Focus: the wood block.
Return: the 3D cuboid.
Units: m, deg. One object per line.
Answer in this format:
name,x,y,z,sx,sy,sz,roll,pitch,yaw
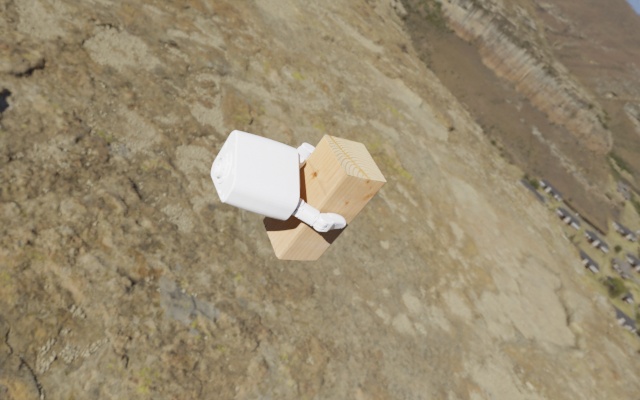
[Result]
wood block,0.000,0.003,0.795,0.090,0.090,0.206,8,-46,-39
